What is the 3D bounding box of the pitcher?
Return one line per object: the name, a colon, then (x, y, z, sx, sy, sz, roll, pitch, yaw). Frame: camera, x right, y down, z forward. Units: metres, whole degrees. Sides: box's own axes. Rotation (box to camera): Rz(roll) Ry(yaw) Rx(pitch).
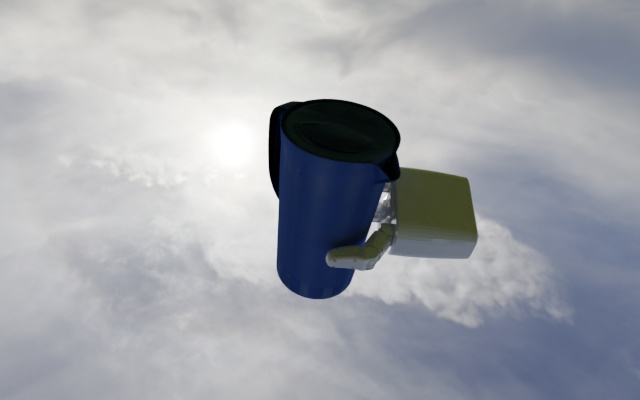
pitcher: (0.000, 0.002, 0.597, 0.145, 0.243, 0.149, 5, 39, -7)
